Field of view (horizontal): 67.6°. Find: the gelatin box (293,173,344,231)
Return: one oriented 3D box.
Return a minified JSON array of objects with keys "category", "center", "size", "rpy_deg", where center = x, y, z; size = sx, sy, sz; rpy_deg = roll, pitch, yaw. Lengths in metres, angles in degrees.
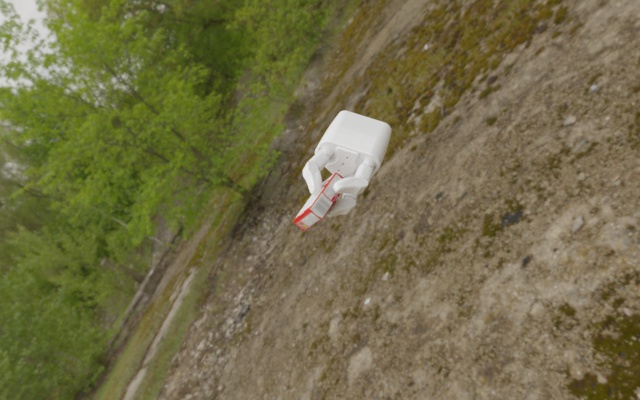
[{"category":"gelatin box","center":[0.000,0.003,0.794],"size":[0.030,0.089,0.073],"rpy_deg":[40,-31,-8]}]
